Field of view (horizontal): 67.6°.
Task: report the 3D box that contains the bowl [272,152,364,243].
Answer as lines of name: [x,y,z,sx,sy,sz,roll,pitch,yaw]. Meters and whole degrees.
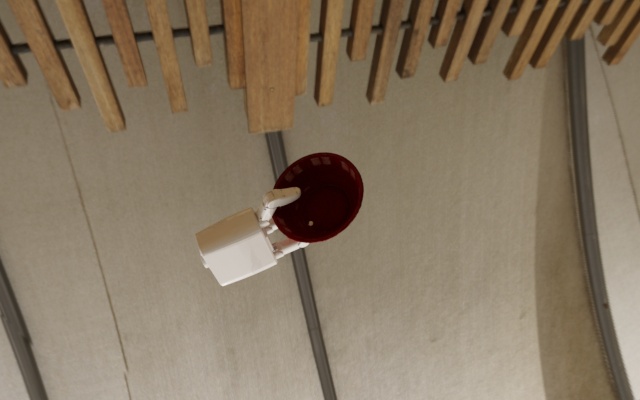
bowl: [0.002,0.002,0.795,0.162,0.162,0.055,0,-24,22]
